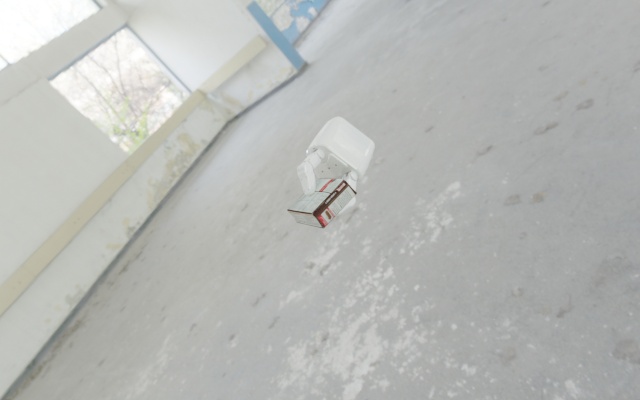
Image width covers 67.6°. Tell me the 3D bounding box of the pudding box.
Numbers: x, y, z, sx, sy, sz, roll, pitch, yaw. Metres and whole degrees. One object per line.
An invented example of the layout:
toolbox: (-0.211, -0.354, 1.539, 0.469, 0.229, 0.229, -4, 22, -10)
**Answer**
pudding box: (0.000, 0.003, 0.857, 0.090, 0.039, 0.113, -47, 19, -17)
